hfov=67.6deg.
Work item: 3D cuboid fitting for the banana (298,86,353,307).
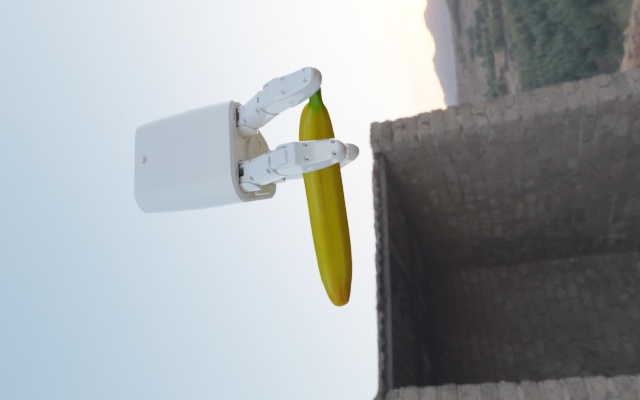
[{"bbox_3d":[0.003,-0.004,0.445,0.037,0.198,0.069,-8,5,10],"label":"banana"}]
